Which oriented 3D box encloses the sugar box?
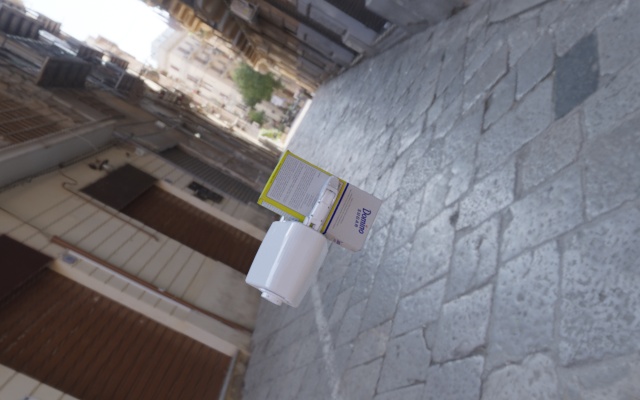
[{"bbox_3d":[0.000,0.003,0.758,0.176,0.093,0.048,29,-16,-8],"label":"sugar box"}]
